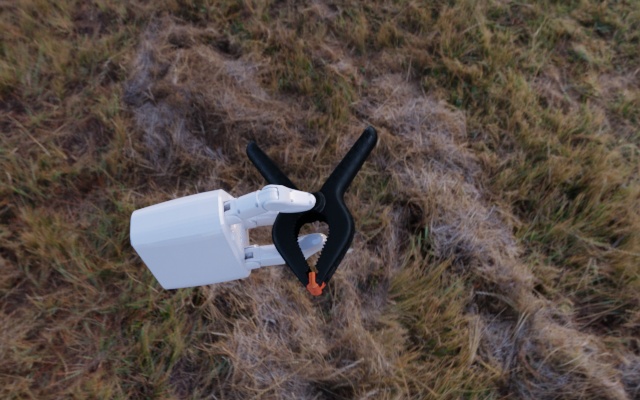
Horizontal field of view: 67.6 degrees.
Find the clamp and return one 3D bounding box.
[{"bbox_3d":[0.000,0.002,0.553,0.164,0.209,0.036,-13,-29,6],"label":"clamp"}]
